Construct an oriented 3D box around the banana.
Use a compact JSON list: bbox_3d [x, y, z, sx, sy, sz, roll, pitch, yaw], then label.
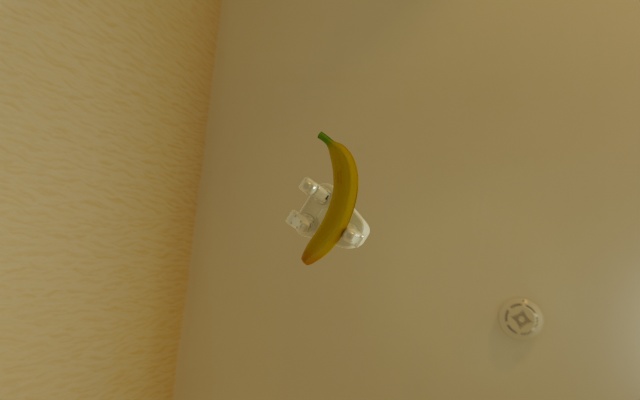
[{"bbox_3d":[0.019,0.001,0.707,0.069,0.198,0.037,7,-2,9],"label":"banana"}]
